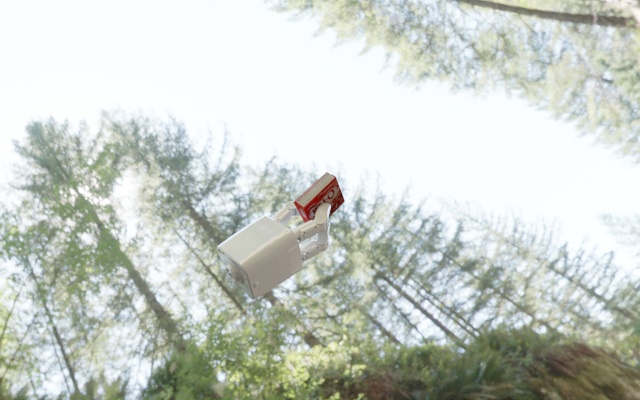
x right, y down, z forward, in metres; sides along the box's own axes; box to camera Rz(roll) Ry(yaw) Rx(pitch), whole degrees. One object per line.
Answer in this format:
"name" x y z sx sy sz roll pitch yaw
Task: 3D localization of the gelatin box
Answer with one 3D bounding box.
"gelatin box" 0.000 0.002 0.877 0.030 0.089 0.073 32 -22 37
